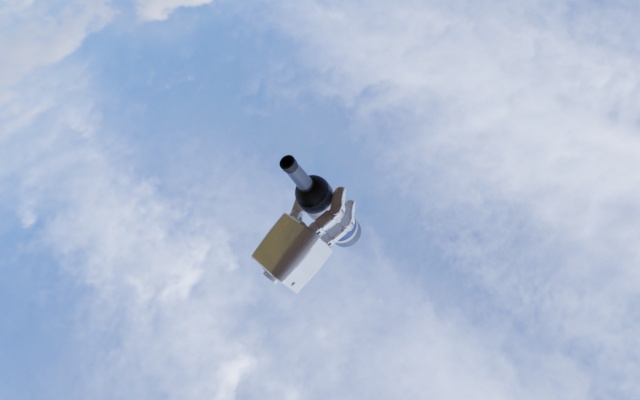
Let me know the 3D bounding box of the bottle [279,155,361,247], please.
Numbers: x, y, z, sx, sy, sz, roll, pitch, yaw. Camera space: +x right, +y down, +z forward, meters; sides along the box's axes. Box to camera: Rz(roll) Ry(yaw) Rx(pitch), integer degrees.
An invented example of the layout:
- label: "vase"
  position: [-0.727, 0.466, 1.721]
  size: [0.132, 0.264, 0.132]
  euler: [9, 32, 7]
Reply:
- label: "bottle"
  position: [0.000, 0.003, 0.896]
  size: [0.069, 0.069, 0.296]
  euler: [0, -27, 25]
